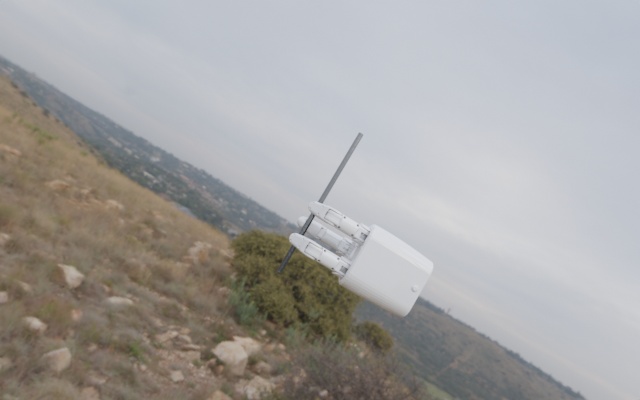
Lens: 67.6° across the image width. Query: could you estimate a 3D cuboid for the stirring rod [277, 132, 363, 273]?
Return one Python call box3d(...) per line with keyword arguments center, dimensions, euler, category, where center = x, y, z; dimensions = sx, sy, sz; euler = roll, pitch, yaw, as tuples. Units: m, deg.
box3d(center=(0.000, 0.002, 0.714), dimensions=(0.011, 0.239, 0.011), euler=(31, -4, 2), category="stirring rod")
